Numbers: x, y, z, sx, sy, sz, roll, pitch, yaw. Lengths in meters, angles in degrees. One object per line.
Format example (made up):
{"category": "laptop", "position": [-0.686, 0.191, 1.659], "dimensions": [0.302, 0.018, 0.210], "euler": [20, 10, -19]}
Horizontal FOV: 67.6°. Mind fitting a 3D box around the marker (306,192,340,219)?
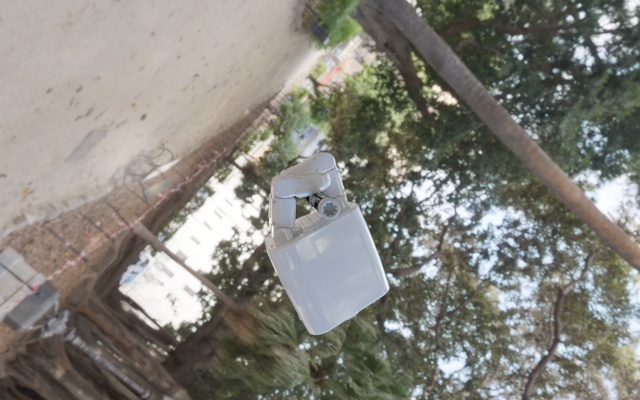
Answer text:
{"category": "marker", "position": [0.000, 0.002, 0.493], "dimensions": [0.020, 0.020, 0.121], "euler": [0, 6, -8]}
